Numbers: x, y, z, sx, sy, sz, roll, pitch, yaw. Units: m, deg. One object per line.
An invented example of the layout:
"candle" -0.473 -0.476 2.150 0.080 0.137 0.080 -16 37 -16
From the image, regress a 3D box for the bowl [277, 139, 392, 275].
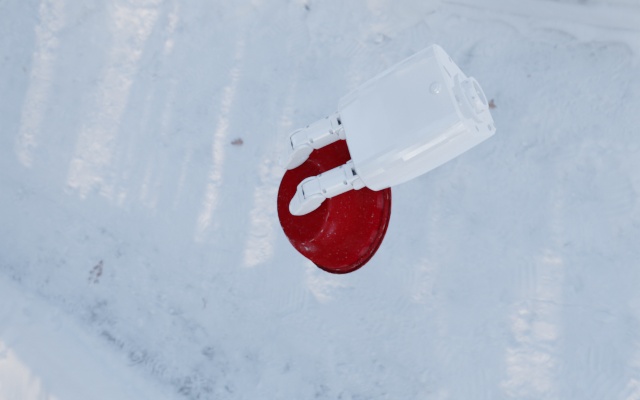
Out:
"bowl" -0.001 0.003 0.529 0.055 0.162 0.162 4 -2 -41
